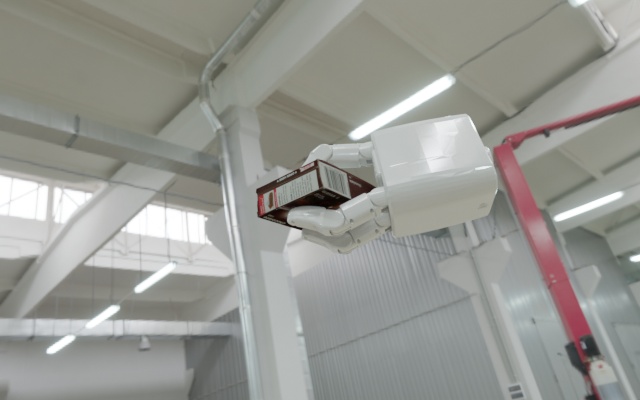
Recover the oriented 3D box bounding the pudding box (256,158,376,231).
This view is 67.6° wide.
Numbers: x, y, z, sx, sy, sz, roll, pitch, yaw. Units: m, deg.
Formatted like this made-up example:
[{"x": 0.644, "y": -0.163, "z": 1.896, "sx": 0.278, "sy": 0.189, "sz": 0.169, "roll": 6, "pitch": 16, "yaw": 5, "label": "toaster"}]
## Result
[{"x": 0.000, "y": 0.002, "z": 0.522, "sx": 0.090, "sy": 0.039, "sz": 0.113, "roll": -24, "pitch": -31, "yaw": 31, "label": "pudding box"}]
